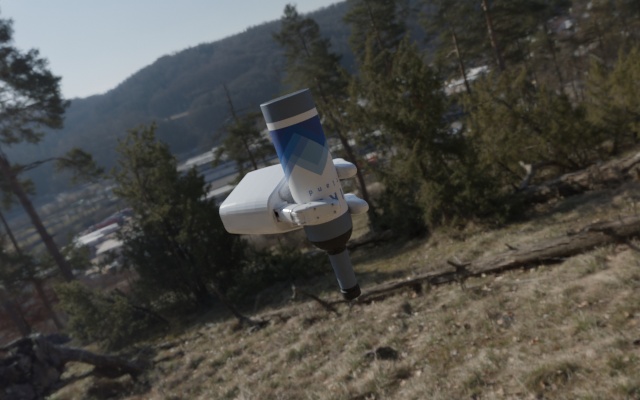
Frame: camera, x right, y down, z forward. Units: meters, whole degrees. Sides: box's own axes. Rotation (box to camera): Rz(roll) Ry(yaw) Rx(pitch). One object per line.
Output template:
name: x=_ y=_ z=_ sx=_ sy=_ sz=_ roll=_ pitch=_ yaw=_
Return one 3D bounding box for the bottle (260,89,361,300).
bottle: x=0.000 y=0.002 z=0.647 sx=0.069 sy=0.296 sz=0.069 roll=-17 pitch=16 yaw=5
